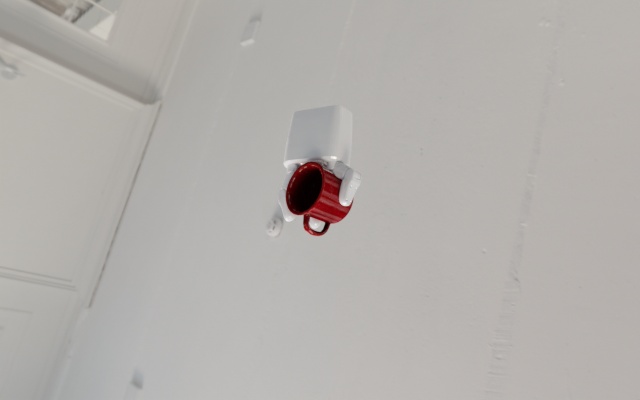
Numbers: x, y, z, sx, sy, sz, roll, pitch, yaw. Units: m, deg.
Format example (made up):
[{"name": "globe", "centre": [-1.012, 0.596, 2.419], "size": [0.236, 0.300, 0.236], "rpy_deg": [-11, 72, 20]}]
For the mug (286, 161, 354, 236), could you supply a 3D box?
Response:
[{"name": "mug", "centre": [0.000, 0.004, 0.803], "size": [0.093, 0.117, 0.081], "rpy_deg": [-11, -25, 44]}]
